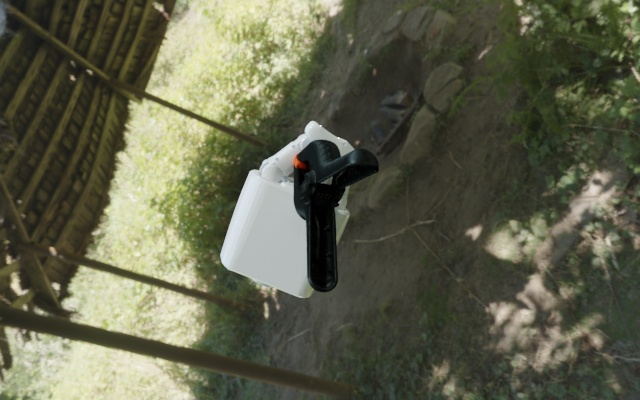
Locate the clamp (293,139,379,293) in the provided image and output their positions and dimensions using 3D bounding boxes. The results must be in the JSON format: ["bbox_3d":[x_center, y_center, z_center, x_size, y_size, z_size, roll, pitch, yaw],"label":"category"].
[{"bbox_3d":[-0.001,0.001,0.431,0.039,0.120,0.171,19,9,-16],"label":"clamp"}]
